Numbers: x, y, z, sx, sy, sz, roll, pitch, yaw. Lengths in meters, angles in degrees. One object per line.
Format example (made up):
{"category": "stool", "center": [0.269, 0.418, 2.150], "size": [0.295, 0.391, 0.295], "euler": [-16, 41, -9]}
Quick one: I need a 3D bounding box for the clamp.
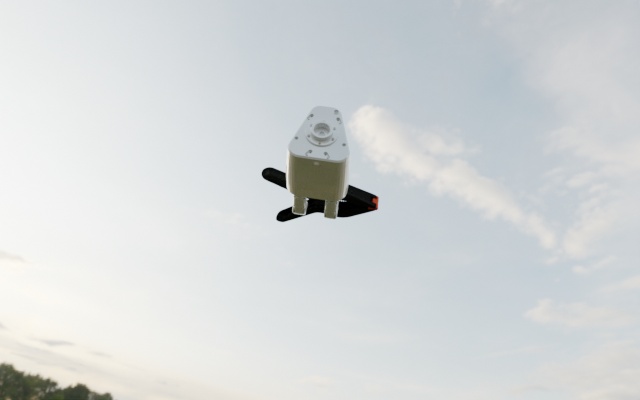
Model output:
{"category": "clamp", "center": [0.001, 0.002, 0.884], "size": [0.210, 0.036, 0.165], "euler": [7, -31, 2]}
